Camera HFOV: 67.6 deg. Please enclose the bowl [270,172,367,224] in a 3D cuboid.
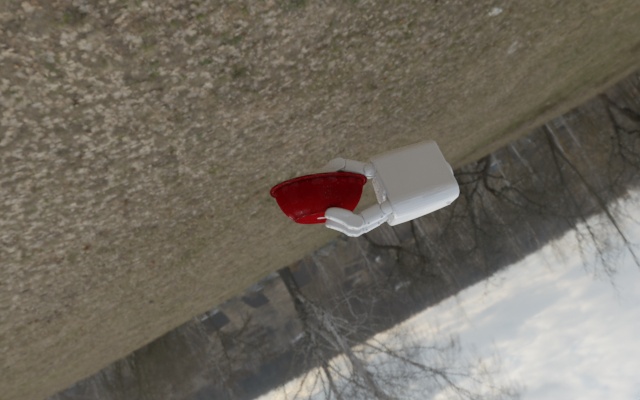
[{"bbox_3d":[-0.001,0.003,0.777,0.162,0.055,0.162,-7,-12,-2],"label":"bowl"}]
